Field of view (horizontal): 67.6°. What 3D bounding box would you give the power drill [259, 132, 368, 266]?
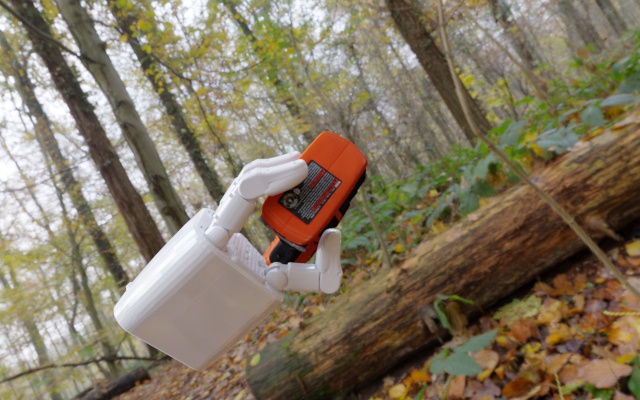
[{"bbox_3d":[0.000,0.002,0.506,0.057,0.184,0.188,34,-16,8],"label":"power drill"}]
